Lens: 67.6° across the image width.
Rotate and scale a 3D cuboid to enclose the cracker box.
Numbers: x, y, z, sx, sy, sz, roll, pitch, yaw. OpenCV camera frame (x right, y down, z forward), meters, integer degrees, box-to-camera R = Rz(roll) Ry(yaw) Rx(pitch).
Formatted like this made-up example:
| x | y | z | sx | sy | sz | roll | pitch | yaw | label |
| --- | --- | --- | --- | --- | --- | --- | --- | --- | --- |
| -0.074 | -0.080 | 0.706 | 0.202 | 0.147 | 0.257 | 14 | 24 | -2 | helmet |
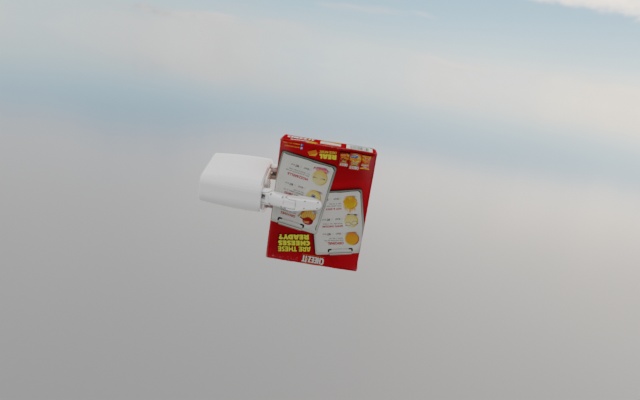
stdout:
| x | y | z | sx | sy | sz | roll | pitch | yaw | label |
| --- | --- | --- | --- | --- | --- | --- | --- | --- | --- |
| 0.000 | 0.003 | 0.838 | 0.164 | 0.214 | 0.072 | 9 | 16 | 2 | cracker box |
